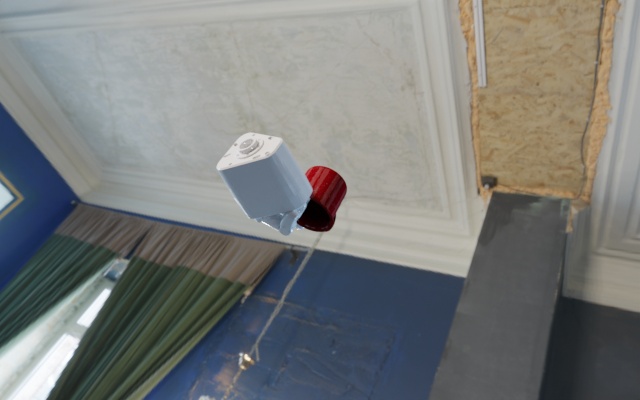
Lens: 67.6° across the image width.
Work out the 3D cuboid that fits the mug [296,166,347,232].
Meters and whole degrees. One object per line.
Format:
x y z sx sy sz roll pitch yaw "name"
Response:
0.001 0.004 0.834 0.093 0.117 0.081 1 45 35 "mug"
